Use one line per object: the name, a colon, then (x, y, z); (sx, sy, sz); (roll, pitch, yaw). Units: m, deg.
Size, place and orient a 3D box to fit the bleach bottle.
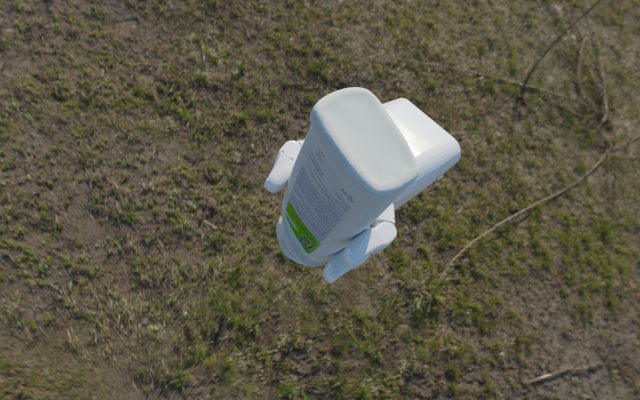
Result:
bleach bottle: (0.000, 0.002, 0.487); (0.068, 0.102, 0.251); (-26, -13, -29)
